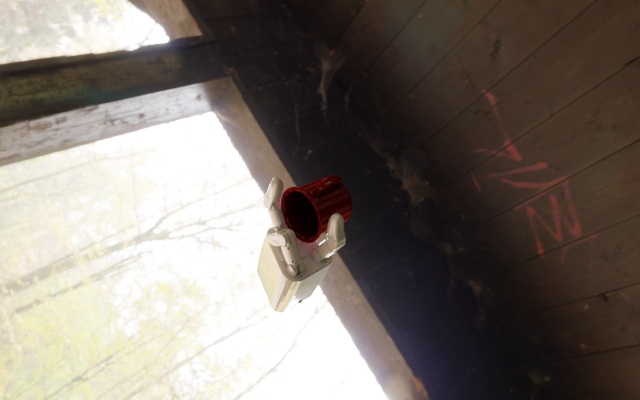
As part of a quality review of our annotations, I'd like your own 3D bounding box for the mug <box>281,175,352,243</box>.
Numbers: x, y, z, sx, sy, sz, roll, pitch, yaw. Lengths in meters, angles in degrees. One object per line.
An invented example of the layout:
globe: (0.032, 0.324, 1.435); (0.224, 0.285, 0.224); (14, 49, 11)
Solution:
mug: (0.001, 0.001, 0.760); (0.081, 0.117, 0.093); (-25, 61, -39)
